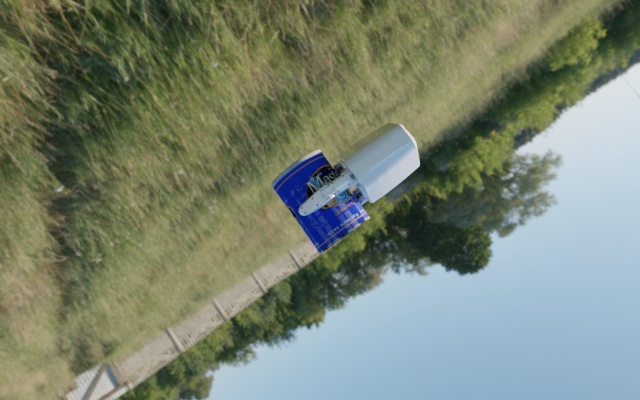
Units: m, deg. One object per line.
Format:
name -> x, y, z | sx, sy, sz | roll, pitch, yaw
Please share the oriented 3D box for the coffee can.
coffee can -> 0.000, 0.003, 0.788 | 0.103, 0.140, 0.103 | -36, -6, -4
